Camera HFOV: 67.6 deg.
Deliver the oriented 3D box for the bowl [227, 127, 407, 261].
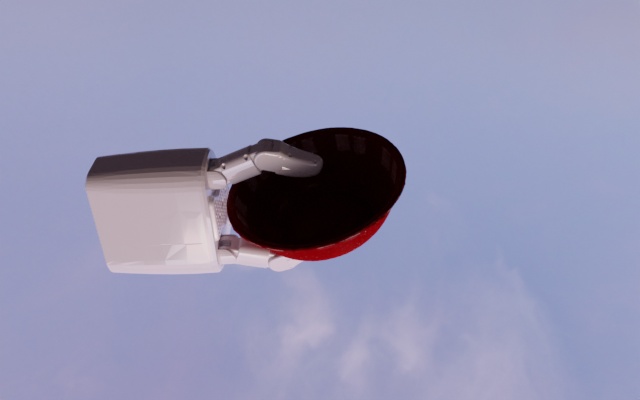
[{"bbox_3d":[0.001,0.002,0.434,0.162,0.055,0.162,-11,41,9],"label":"bowl"}]
